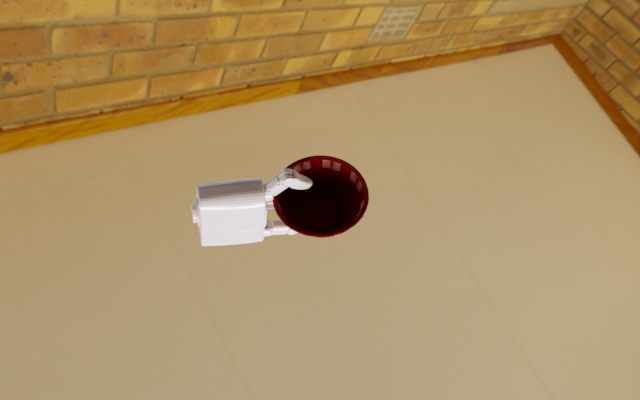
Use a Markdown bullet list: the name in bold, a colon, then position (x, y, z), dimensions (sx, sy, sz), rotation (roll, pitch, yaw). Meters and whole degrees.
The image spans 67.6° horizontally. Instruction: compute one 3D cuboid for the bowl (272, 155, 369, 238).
- **bowl**: position (0.001, 0.003, 0.817), dimensions (0.162, 0.162, 0.055), rotation (0, -31, 1)
